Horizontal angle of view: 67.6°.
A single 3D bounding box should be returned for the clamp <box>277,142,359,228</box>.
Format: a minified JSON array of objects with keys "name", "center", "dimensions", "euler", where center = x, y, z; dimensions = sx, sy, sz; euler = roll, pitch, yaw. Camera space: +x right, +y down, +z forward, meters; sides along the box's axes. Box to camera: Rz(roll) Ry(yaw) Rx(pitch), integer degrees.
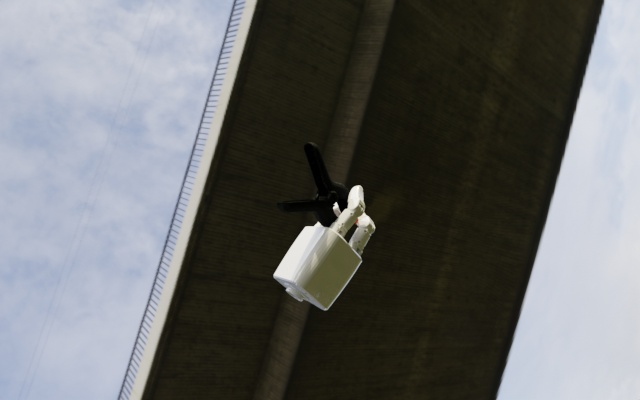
[{"name":"clamp","center":[0.000,0.002,0.779],"dimensions":[0.039,0.120,0.171],"euler":[12,-29,50]}]
